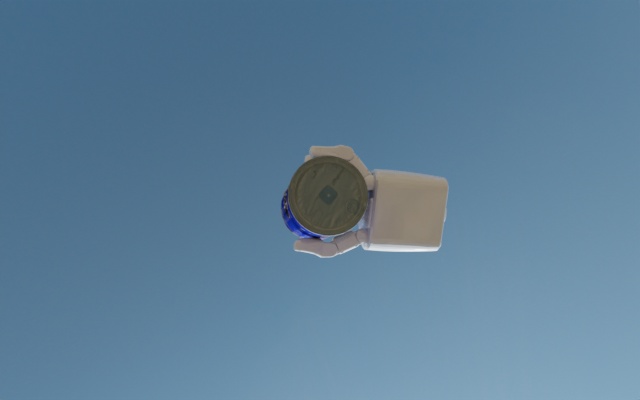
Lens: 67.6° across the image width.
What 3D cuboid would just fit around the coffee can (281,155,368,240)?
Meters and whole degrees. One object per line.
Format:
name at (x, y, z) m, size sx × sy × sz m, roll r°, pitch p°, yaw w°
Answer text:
coffee can at (0.000, 0.002, 0.667) m, size 0.103 × 0.103 × 0.140 m, roll 0°, pitch -7°, yaw -9°
